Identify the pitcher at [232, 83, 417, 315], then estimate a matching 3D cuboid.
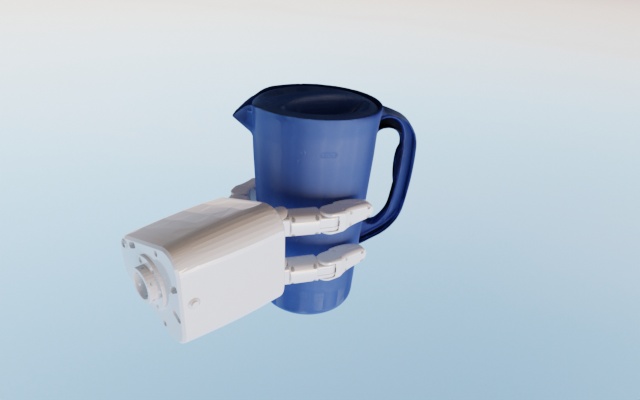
[{"bbox_3d":[0.000,0.002,0.527,0.149,0.243,0.145,26,35,36],"label":"pitcher"}]
